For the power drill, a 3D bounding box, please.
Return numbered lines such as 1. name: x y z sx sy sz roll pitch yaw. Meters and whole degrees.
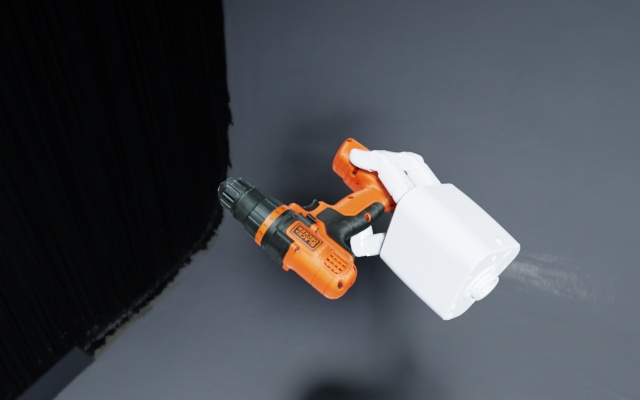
1. power drill: 0.001 0.002 0.563 0.187 0.184 0.057 -41 -16 -35
